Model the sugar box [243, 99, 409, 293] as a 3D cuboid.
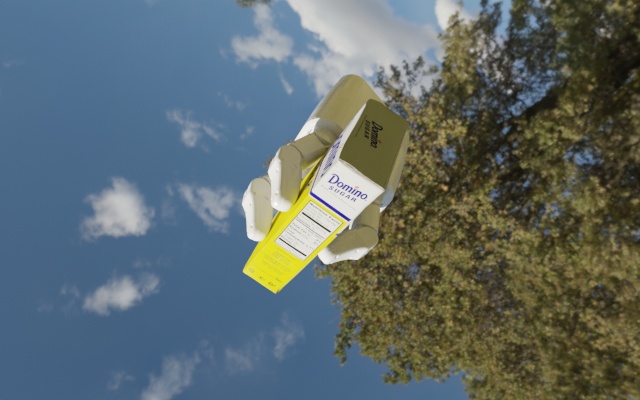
[{"bbox_3d":[0.000,0.001,0.410,0.048,0.093,0.176,33,-46,-6],"label":"sugar box"}]
